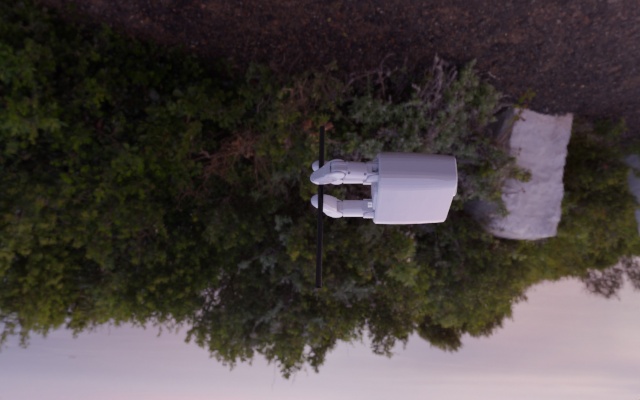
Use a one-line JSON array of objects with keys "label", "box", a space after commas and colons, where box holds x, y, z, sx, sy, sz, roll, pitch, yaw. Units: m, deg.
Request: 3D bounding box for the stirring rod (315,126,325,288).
[{"label": "stirring rod", "box": [0.000, 0.002, 0.671, 0.011, 0.239, 0.011, 1, -21, 0]}]
